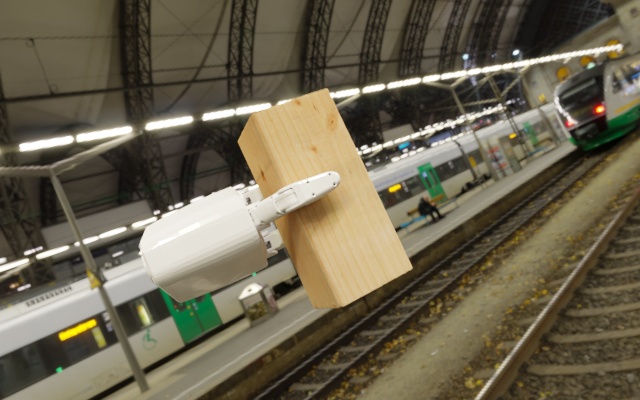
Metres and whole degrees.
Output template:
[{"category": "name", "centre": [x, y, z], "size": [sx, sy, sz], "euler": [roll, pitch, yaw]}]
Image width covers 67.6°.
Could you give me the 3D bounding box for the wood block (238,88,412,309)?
[{"category": "wood block", "centre": [0.000, 0.002, 0.510], "size": [0.090, 0.206, 0.091], "euler": [-24, -4, -22]}]
